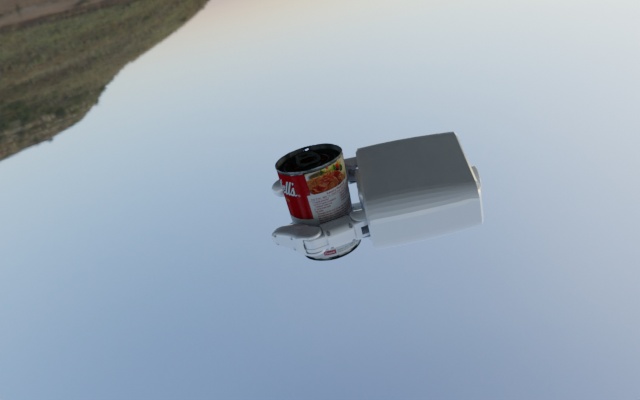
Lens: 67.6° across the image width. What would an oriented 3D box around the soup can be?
[{"bbox_3d":[0.000,0.002,0.488,0.068,0.102,0.068,-12,26,6],"label":"soup can"}]
